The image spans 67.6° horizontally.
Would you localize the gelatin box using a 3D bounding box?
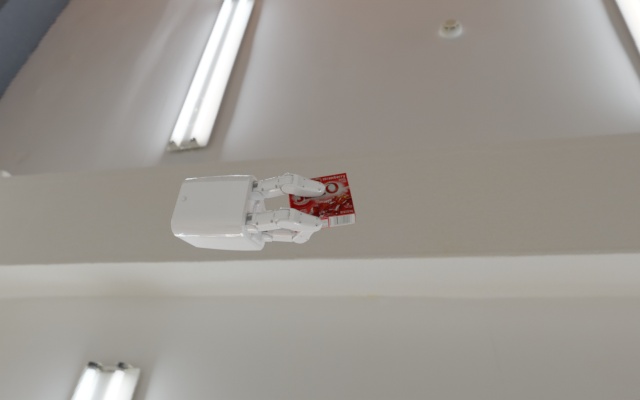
[{"bbox_3d":[0.000,0.002,0.678,0.089,0.073,0.030,-9,-36,-2],"label":"gelatin box"}]
